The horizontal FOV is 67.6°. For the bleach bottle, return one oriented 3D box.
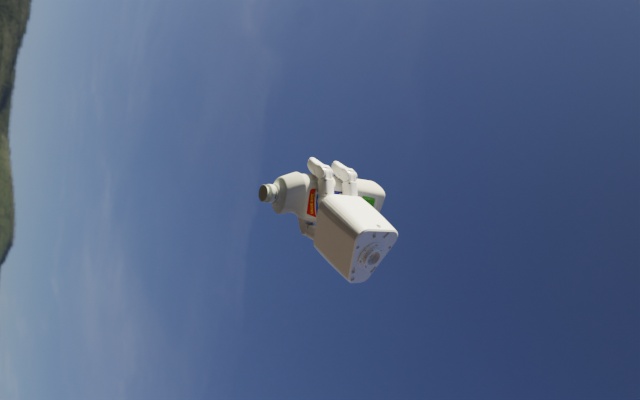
[{"bbox_3d":[0.000,0.003,0.863,0.251,0.103,0.068,4,28,-39],"label":"bleach bottle"}]
